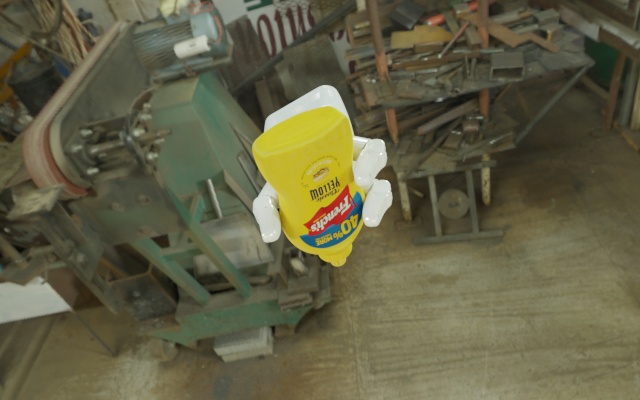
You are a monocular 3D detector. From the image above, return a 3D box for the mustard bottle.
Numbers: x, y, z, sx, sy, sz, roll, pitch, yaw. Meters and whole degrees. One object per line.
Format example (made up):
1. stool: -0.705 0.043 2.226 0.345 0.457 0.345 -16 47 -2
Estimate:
1. mustard bottle: 0.000 0.002 0.511 0.096 0.192 0.058 -29 41 -15
